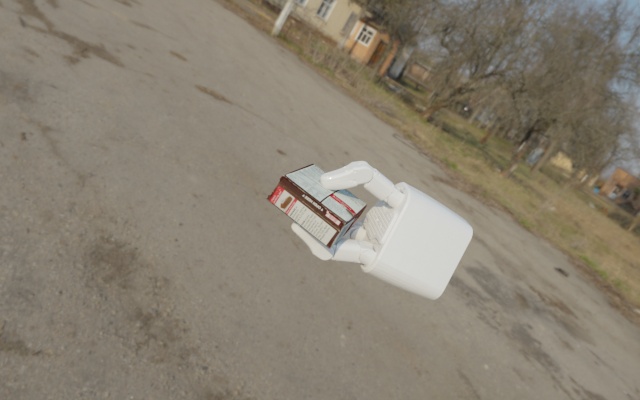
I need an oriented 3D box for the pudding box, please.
[{"bbox_3d":[0.000,0.002,0.557,0.090,0.039,0.113,37,17,8],"label":"pudding box"}]
